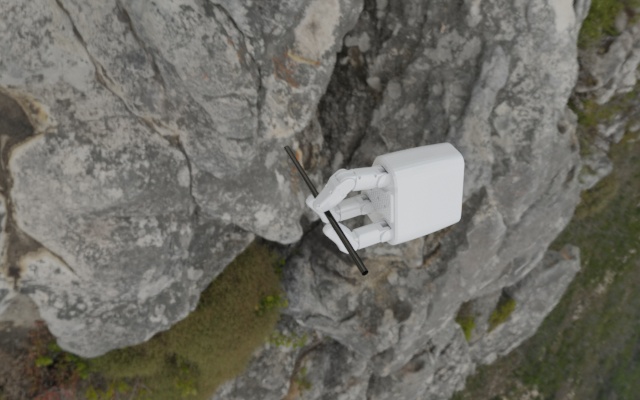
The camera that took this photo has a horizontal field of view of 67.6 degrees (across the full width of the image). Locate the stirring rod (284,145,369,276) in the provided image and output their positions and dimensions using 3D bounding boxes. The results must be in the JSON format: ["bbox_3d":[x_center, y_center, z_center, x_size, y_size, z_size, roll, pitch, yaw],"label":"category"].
[{"bbox_3d":[0.000,0.002,0.592,0.011,0.011,0.239,0,39,-31],"label":"stirring rod"}]
